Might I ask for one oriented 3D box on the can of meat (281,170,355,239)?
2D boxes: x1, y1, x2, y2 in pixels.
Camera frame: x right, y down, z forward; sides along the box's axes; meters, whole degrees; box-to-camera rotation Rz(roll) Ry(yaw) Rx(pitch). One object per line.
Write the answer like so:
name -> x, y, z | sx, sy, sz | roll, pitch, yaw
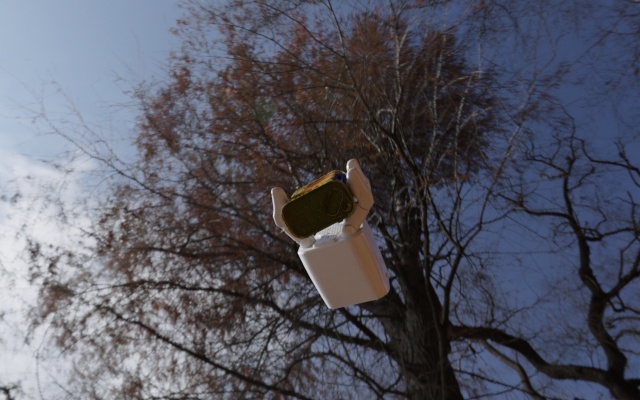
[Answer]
can of meat -> 0.000, 0.002, 0.697 | 0.102, 0.057, 0.084 | -27, 11, 12
